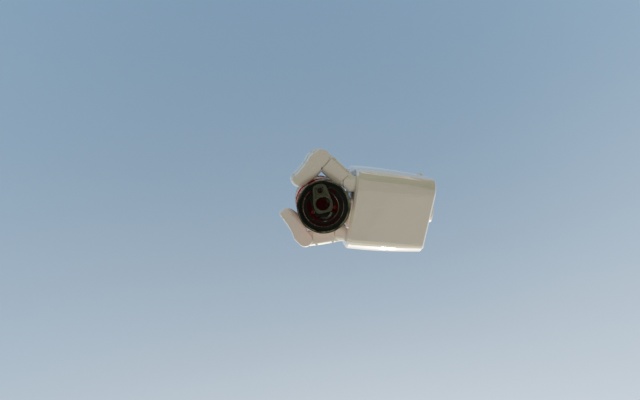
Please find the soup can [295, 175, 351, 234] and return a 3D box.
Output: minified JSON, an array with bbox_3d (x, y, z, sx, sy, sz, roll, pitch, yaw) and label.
[{"bbox_3d":[0.000,0.002,0.644,0.068,0.068,0.102,0,7,-5],"label":"soup can"}]
